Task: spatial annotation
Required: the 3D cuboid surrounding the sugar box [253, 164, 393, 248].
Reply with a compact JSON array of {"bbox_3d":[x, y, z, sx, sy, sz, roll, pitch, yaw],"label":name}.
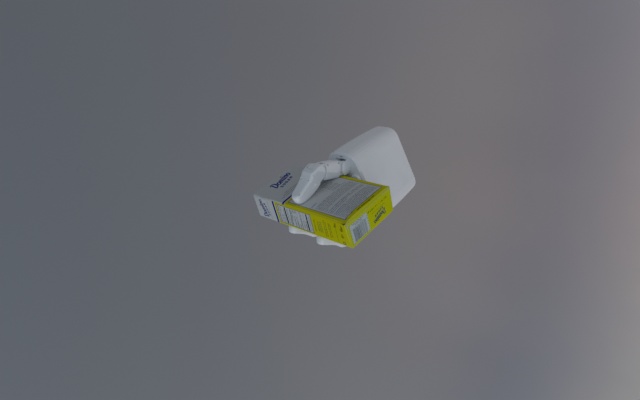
[{"bbox_3d":[0.000,0.003,0.656,0.176,0.048,0.093,15,41,42],"label":"sugar box"}]
